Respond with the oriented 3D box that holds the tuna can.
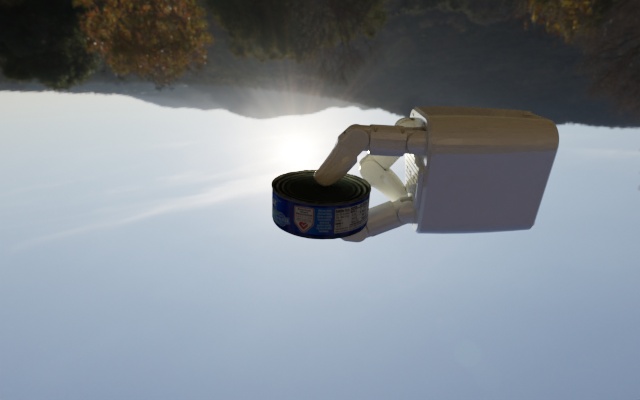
[{"bbox_3d":[0.000,0.002,0.414,0.086,0.034,0.086,2,21,-1],"label":"tuna can"}]
